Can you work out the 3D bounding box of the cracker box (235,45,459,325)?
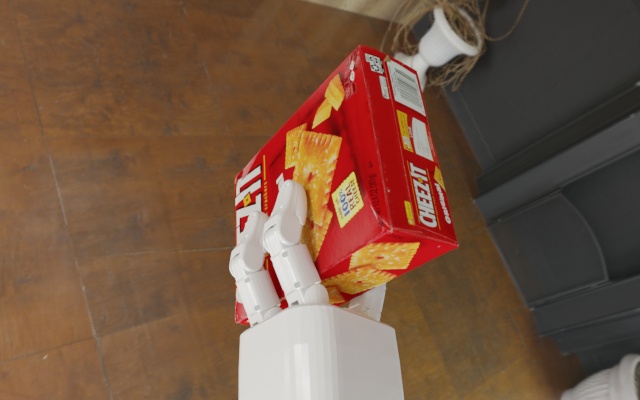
[{"bbox_3d":[0.000,0.001,0.409,0.072,0.164,0.214,16,-36,-32],"label":"cracker box"}]
